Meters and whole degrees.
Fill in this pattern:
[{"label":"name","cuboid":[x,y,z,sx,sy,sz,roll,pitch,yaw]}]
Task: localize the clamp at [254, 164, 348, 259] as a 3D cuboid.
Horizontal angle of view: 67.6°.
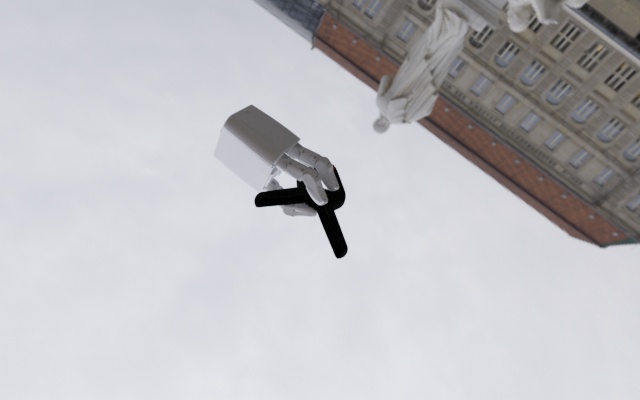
[{"label":"clamp","cuboid":[0.000,0.003,0.803,0.164,0.036,0.210,38,34,1]}]
